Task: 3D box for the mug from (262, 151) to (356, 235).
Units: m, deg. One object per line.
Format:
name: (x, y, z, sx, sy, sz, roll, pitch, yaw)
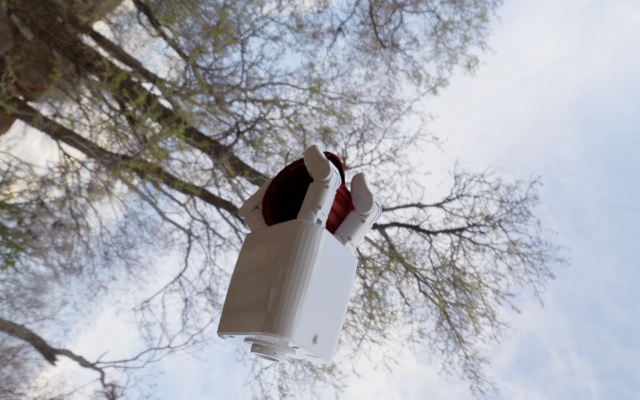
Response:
mug: (0.000, 0.001, 0.527, 0.093, 0.117, 0.081, -3, -32, 34)
